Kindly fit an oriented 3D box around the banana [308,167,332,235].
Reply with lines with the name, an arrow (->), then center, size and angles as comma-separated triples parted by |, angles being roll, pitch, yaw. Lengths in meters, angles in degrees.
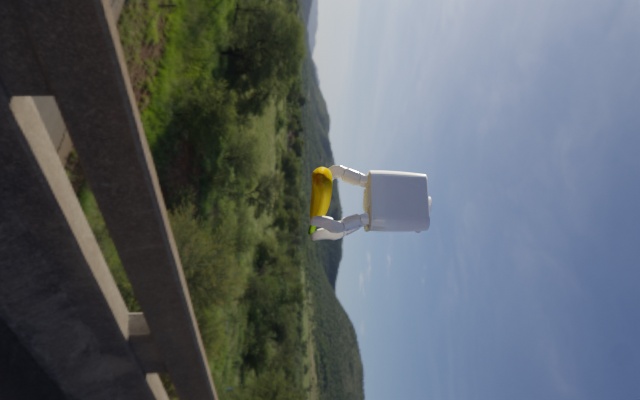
banana -> 0.001, -0.011, 0.835 | 0.037, 0.069, 0.198 | 5, -31, 0
